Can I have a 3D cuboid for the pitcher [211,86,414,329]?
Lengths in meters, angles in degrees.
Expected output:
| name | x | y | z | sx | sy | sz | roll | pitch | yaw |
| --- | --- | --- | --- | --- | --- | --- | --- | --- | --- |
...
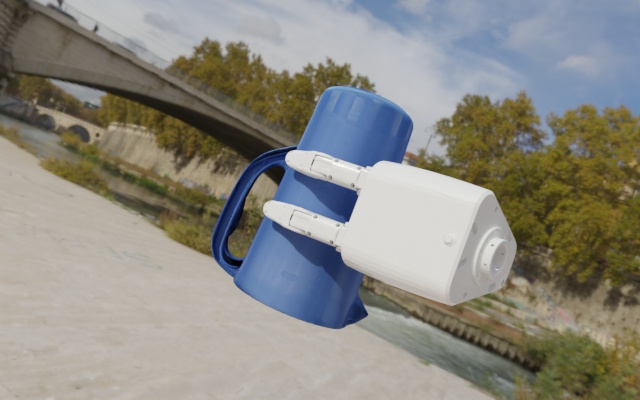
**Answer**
| name | x | y | z | sx | sy | sz | roll | pitch | yaw |
| --- | --- | --- | --- | --- | --- | --- | --- | --- | --- |
| pitcher | 0.000 | 0.002 | 0.522 | 0.145 | 0.243 | 0.149 | 19 | -4 | 45 |
